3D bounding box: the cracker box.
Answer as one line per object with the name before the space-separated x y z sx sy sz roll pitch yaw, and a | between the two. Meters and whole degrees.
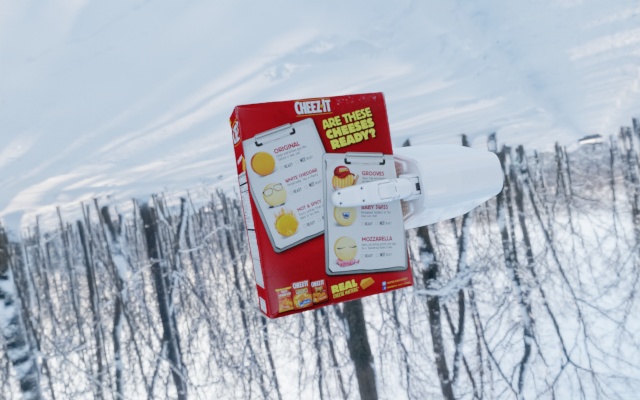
cracker box | 0.000 0.002 0.517 0.164 0.213 0.072 -9 0 -19
